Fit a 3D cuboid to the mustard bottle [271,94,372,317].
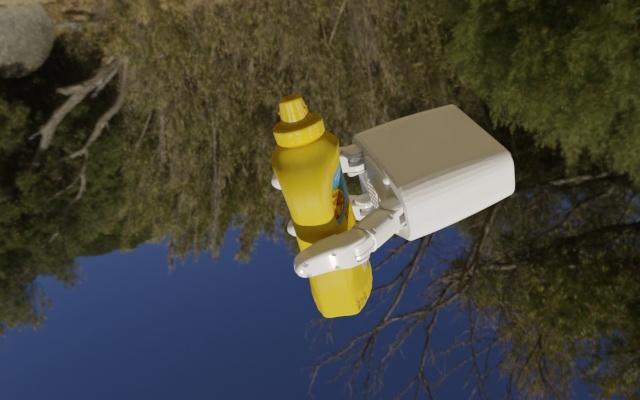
[{"bbox_3d":[0.000,0.002,0.416,0.058,0.192,0.096,-9,29,12],"label":"mustard bottle"}]
